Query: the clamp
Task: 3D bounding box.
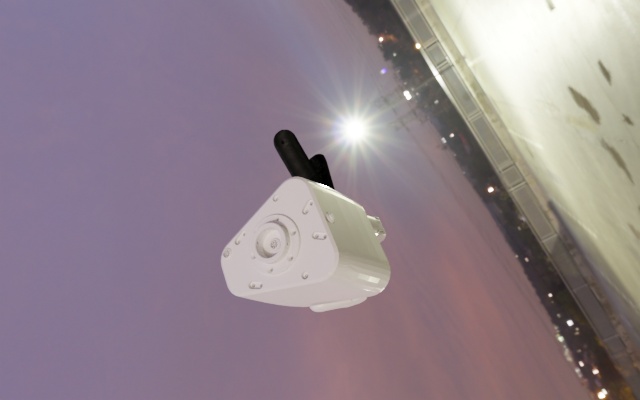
[{"bbox_3d":[0.000,0.002,0.523,0.039,0.171,0.120,-32,-27,18],"label":"clamp"}]
